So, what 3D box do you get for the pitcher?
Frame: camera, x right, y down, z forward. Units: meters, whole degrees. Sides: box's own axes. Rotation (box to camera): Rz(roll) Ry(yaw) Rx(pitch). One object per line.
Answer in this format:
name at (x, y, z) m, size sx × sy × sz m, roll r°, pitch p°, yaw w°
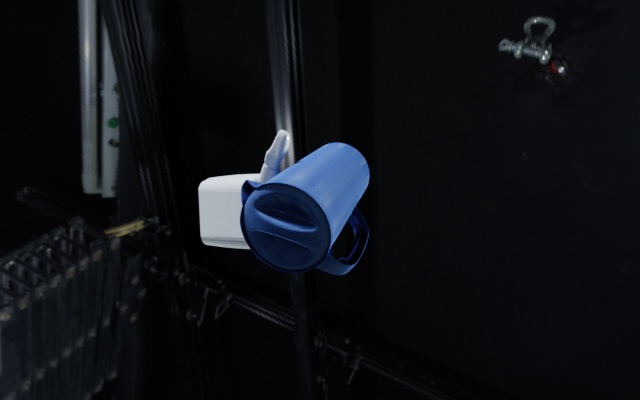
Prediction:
pitcher at (0.000, 0.002, 0.725) m, size 0.145 × 0.149 × 0.242 m, roll -1°, pitch 22°, yaw 24°
